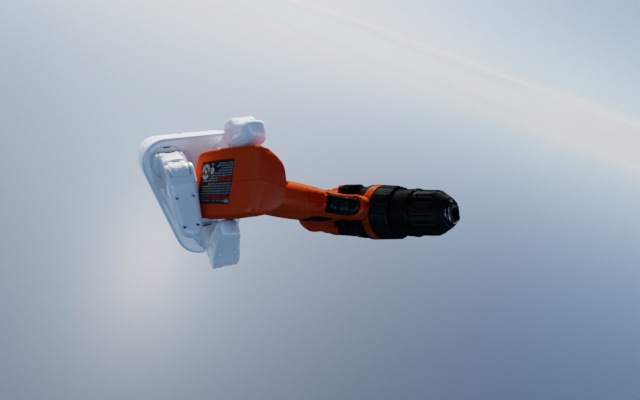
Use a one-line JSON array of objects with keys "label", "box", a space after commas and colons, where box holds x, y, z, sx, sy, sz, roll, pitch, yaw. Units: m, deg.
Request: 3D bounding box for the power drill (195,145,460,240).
[{"label": "power drill", "box": [0.000, 0.001, 0.415, 0.188, 0.057, 0.184, 14, -12, -42]}]
